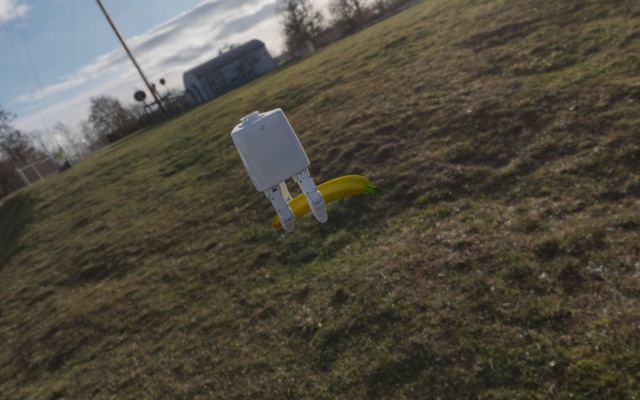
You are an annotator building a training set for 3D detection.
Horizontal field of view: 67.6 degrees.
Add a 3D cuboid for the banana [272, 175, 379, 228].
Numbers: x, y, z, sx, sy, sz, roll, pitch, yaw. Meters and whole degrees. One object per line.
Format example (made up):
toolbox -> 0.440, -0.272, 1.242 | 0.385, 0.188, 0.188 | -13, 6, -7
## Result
banana -> 0.004, -0.005, 0.853 | 0.198, 0.037, 0.069 | -21, 20, 9
